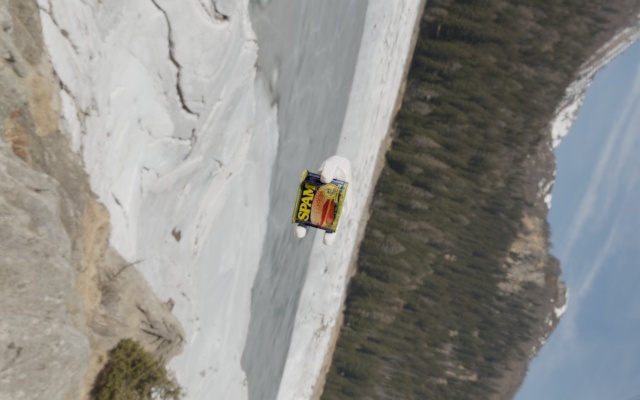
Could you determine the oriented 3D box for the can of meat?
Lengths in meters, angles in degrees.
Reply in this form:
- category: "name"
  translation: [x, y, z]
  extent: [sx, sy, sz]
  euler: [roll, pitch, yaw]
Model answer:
- category: "can of meat"
  translation: [0.000, 0.003, 0.883]
  extent: [0.084, 0.102, 0.057]
  euler: [15, 14, 6]
